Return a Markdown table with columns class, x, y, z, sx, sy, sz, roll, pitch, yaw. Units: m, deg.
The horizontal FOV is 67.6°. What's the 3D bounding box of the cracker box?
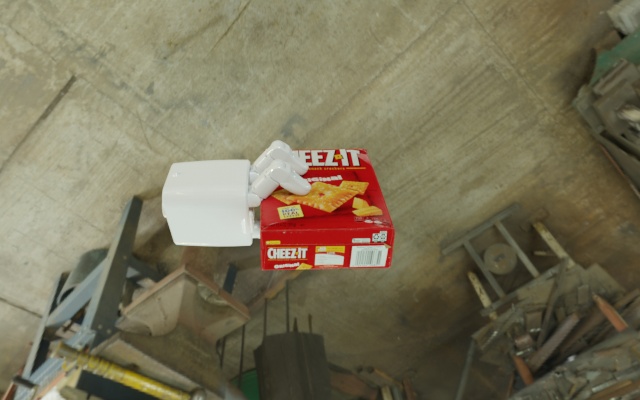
| class | x | y | z | sx | sy | sz | roll | pitch | yaw |
| --- | --- | --- | --- | --- | --- | --- | --- | --- | --- |
| cracker box | 0.000 | 0.002 | 0.661 | 0.164 | 0.072 | 0.213 | 0 | 33 | -5 |
